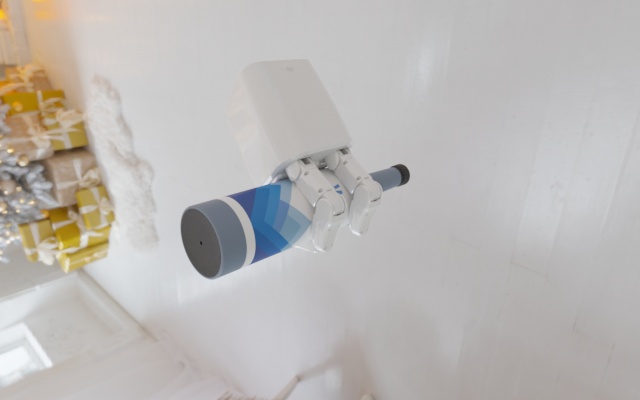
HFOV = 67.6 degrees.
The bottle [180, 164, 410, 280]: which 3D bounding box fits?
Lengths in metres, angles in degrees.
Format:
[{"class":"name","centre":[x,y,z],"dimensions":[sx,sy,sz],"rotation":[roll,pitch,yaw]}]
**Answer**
[{"class":"bottle","centre":[0.000,0.002,0.506],"dimensions":[0.295,0.069,0.069],"rotation":[-19,13,-42]}]
